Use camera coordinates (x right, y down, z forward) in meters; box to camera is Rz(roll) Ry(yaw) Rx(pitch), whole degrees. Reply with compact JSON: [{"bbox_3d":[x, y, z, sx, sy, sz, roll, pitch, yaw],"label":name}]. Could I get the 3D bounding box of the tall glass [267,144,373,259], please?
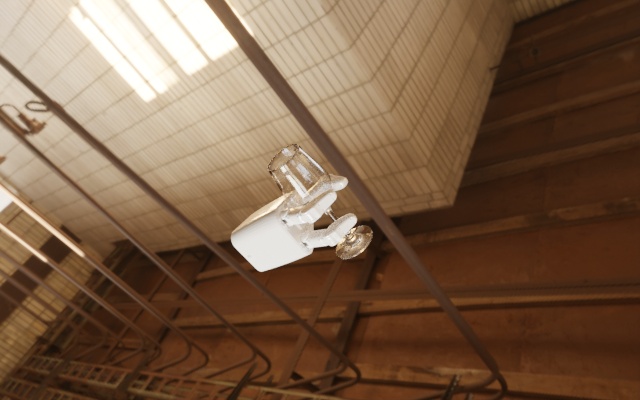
[{"bbox_3d":[0.001,0.003,0.772,0.079,0.079,0.201,0,-44,53],"label":"tall glass"}]
